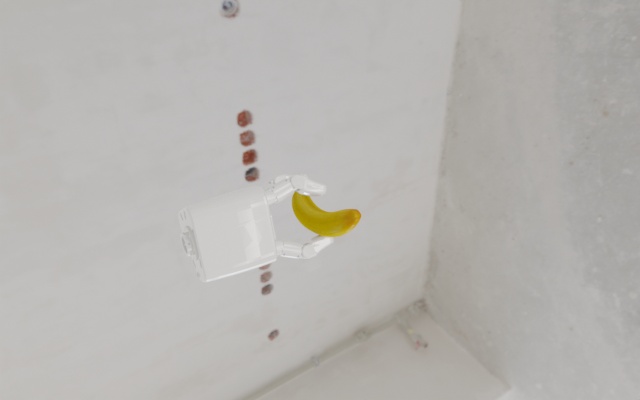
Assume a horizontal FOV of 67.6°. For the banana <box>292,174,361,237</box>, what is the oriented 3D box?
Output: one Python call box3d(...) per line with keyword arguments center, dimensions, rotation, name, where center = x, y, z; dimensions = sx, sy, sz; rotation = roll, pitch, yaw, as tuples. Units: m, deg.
box3d(center=(-0.001, 0.019, 0.722), dimensions=(0.037, 0.070, 0.197), rotation=(-12, 23, -27), name="banana")
